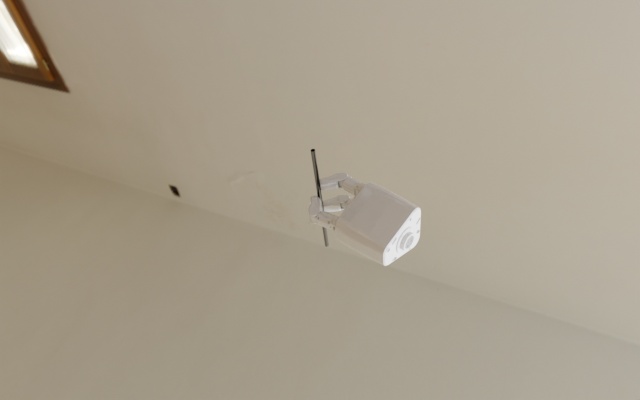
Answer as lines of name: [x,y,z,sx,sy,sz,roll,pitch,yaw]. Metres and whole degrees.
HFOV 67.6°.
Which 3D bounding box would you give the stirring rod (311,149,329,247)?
stirring rod: [0.000,0.003,0.888,0.011,0.240,0.011,-5,43,4]
